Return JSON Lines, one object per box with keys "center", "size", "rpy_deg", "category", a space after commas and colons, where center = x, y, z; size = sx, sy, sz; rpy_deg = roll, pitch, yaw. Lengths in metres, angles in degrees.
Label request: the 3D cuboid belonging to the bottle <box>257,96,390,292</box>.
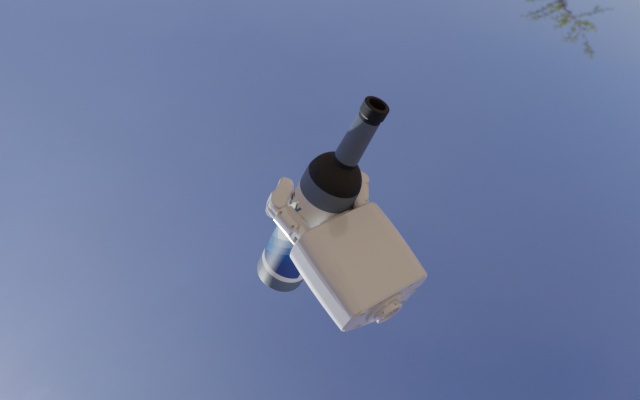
{"center": [0.000, 0.002, 0.566], "size": [0.069, 0.069, 0.296], "rpy_deg": [0, -41, -30], "category": "bottle"}
